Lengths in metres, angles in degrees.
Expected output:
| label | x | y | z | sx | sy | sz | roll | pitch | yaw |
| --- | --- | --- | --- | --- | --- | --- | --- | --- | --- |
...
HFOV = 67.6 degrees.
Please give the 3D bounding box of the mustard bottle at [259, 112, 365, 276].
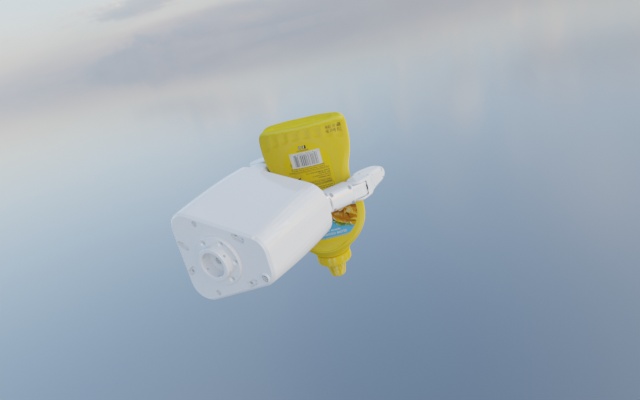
| label | x | y | z | sx | sy | sz | roll | pitch | yaw |
| --- | --- | --- | --- | --- | --- | --- | --- | --- | --- |
| mustard bottle | 0.000 | 0.001 | 0.547 | 0.096 | 0.192 | 0.058 | -12 | 20 | 7 |
